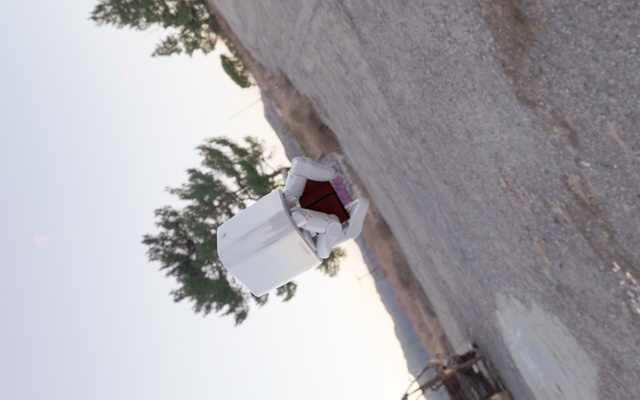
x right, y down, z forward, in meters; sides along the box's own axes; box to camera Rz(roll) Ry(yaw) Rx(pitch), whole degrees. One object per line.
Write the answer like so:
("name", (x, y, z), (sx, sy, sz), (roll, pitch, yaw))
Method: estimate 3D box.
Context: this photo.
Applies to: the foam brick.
("foam brick", (0.000, 0.002, 0.674), (0.051, 0.053, 0.078), (-31, 28, 3))
